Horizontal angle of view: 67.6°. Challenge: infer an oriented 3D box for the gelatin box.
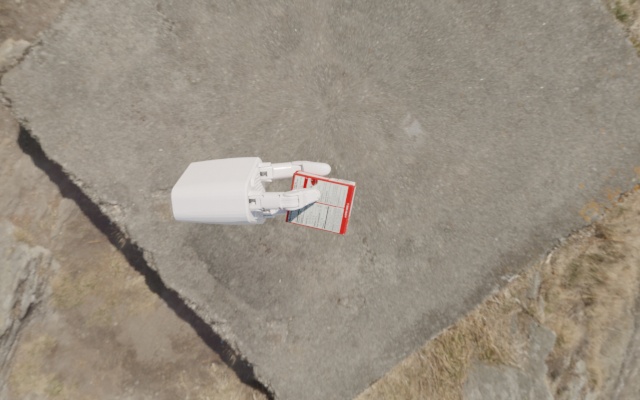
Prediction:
[{"bbox_3d":[0.000,0.002,0.677,0.089,0.073,0.030,12,13,8],"label":"gelatin box"}]
